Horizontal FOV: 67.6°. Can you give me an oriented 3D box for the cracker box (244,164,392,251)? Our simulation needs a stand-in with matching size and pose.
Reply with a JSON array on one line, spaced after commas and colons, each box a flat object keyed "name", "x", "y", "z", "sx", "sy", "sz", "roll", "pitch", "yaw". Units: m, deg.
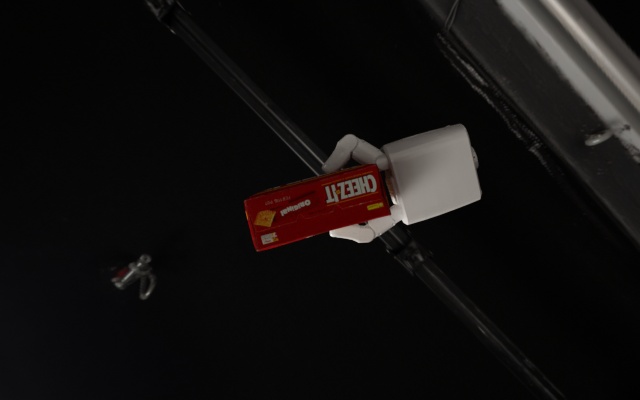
[{"name": "cracker box", "x": 0.000, "y": 0.002, "z": 0.652, "sx": 0.164, "sy": 0.072, "sz": 0.213, "roll": -16, "pitch": 1, "yaw": 3}]
